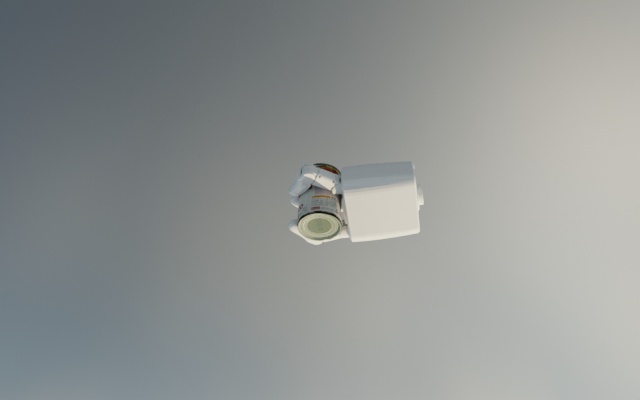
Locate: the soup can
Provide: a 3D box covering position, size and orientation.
[{"bbox_3d":[0.000,0.003,0.726,0.068,0.102,0.069,1,-42,1],"label":"soup can"}]
